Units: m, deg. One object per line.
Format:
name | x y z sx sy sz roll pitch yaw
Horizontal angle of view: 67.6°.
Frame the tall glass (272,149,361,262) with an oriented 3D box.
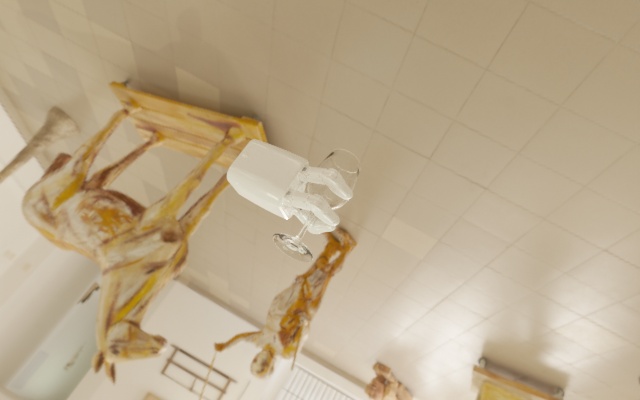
tall glass | 0.000 0.003 0.812 0.079 0.201 0.079 23 -31 15
